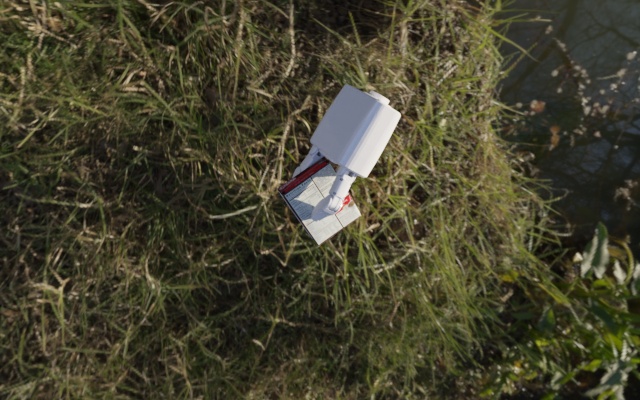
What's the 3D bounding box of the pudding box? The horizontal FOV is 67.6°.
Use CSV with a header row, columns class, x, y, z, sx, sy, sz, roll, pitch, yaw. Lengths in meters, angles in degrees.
class,x,y,z,sx,sy,sz,roll,pitch,yaw
pudding box,0.000,0.002,0.746,0.090,0.113,0.039,-34,25,-3
